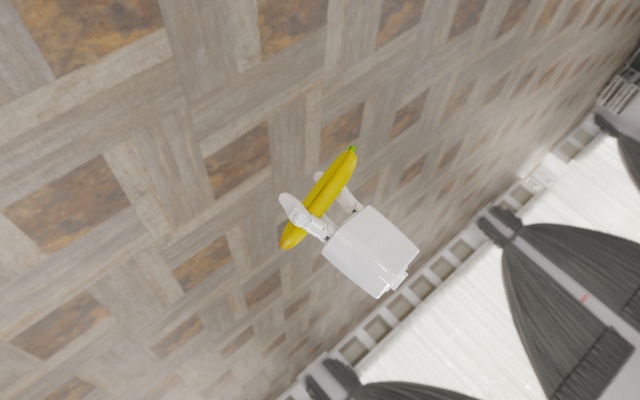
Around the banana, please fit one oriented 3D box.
[{"bbox_3d":[0.000,-0.001,0.722,0.037,0.198,0.069,37,1,6],"label":"banana"}]
